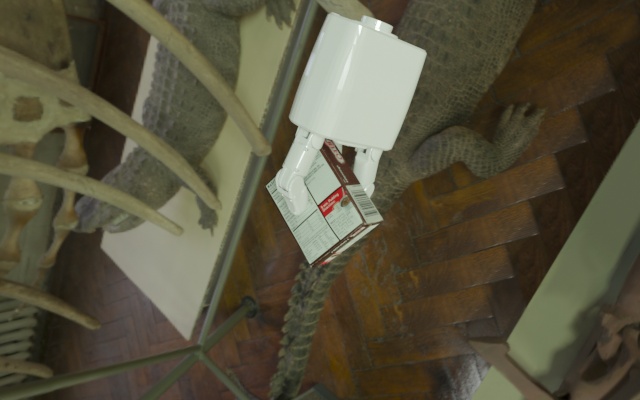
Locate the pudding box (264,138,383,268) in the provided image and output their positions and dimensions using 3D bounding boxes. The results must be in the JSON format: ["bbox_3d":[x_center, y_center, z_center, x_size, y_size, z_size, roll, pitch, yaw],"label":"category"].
[{"bbox_3d":[0.000,0.002,0.518,0.090,0.113,0.039,-41,-21,31],"label":"pudding box"}]
